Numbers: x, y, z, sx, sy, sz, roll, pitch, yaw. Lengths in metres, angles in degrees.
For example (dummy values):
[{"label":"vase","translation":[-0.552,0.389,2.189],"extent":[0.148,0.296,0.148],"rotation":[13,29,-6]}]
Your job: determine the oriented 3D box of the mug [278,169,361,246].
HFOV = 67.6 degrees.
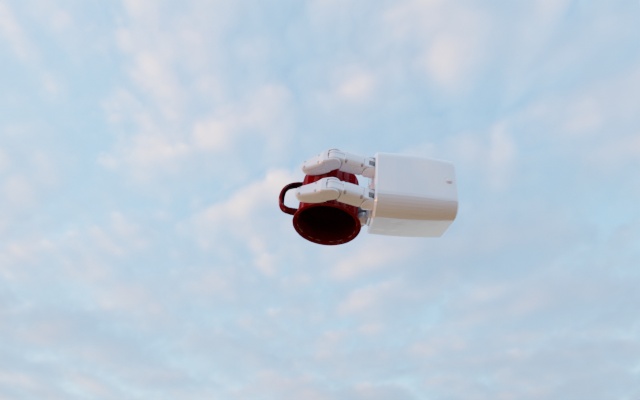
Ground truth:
[{"label":"mug","translation":[-0.001,0.002,0.666],"extent":[0.117,0.081,0.093],"rotation":[7,-40,1]}]
